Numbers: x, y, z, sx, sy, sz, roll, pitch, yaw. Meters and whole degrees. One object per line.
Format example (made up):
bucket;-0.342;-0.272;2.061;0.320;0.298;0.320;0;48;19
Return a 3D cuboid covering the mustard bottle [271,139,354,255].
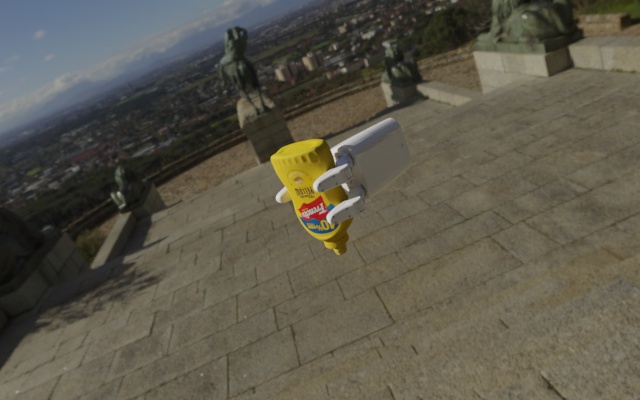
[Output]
mustard bottle;0.000;0.002;0.743;0.096;0.192;0.058;-6;28;36
